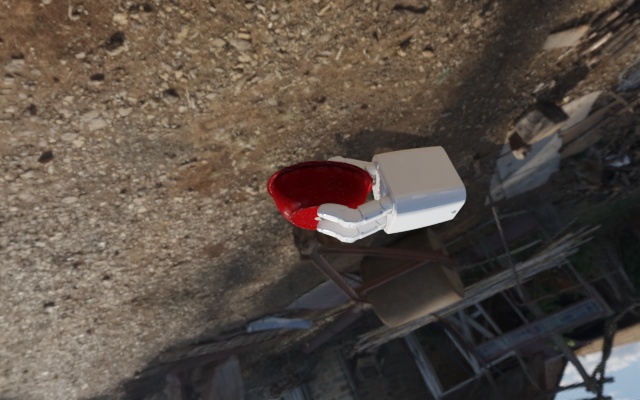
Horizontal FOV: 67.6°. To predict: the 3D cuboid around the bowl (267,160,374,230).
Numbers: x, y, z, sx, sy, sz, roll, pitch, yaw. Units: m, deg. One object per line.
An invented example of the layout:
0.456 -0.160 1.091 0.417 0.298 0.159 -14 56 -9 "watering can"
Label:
-0.001 0.003 0.712 0.162 0.055 0.162 -1 -24 -1 "bowl"
